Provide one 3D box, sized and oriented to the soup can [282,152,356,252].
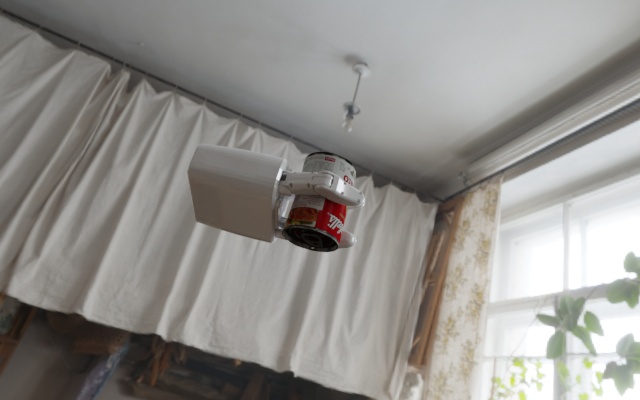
[{"bbox_3d":[0.001,0.002,0.570,0.068,0.102,0.068,13,-25,6],"label":"soup can"}]
